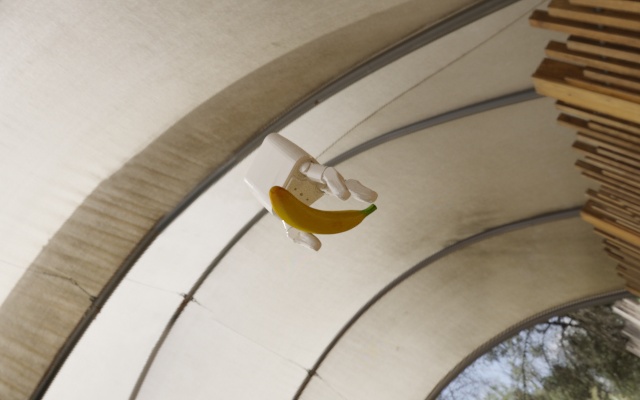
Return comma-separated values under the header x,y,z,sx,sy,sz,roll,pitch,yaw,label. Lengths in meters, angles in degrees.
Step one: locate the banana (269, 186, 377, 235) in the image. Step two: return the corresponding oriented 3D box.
x,y,z,sx,sy,sz,roll,pitch,yaw,label
-0.005,0.018,0.694,0.198,0.070,0.037,8,27,-42,banana
